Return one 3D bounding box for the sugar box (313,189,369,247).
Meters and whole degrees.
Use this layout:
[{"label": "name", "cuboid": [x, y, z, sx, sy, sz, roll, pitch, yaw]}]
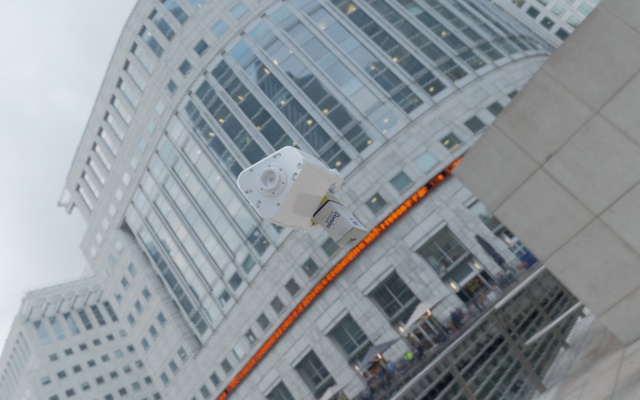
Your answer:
[{"label": "sugar box", "cuboid": [0.000, 0.003, 0.821, 0.048, 0.176, 0.093, -44, -21, 10]}]
